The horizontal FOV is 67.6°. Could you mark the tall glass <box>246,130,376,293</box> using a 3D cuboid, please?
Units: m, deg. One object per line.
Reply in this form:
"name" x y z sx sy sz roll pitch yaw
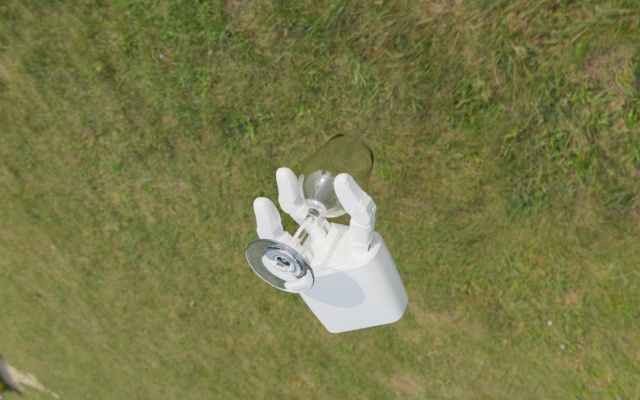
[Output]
"tall glass" 0.000 0.002 0.527 0.079 0.079 0.201 0 40 31
